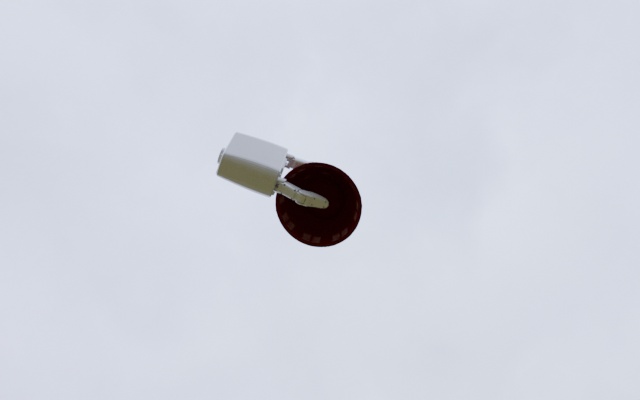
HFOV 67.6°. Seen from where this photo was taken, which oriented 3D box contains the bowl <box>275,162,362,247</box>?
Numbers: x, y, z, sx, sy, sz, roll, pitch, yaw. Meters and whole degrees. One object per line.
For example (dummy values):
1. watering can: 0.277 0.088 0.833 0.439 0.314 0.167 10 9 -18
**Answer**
1. bowl: 0.001 0.004 0.890 0.162 0.162 0.055 0 16 12
